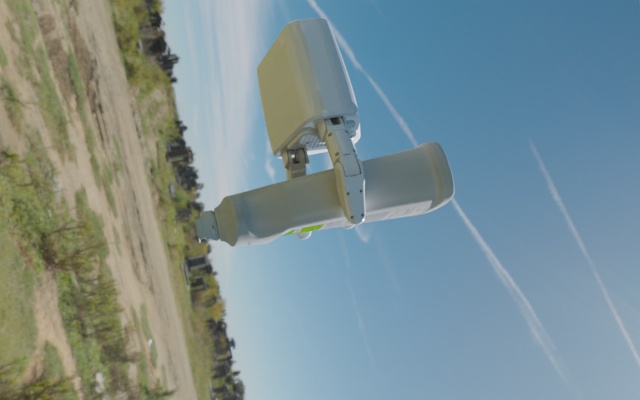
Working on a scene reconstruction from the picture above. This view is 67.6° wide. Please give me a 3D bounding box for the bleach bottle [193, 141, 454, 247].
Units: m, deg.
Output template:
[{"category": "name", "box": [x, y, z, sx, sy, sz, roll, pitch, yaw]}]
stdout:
[{"category": "bleach bottle", "box": [0.000, 0.002, 0.486, 0.251, 0.068, 0.102, -11, -12, -14]}]
